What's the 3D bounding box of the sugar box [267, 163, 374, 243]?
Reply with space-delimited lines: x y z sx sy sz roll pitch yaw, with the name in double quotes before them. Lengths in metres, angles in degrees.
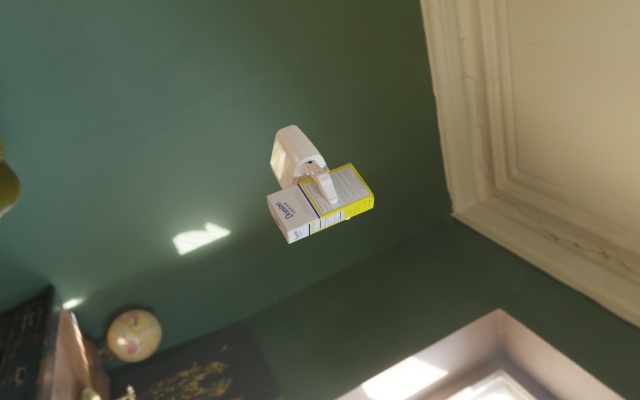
"sugar box" 0.000 0.003 0.877 0.176 0.093 0.048 -23 -34 -14
